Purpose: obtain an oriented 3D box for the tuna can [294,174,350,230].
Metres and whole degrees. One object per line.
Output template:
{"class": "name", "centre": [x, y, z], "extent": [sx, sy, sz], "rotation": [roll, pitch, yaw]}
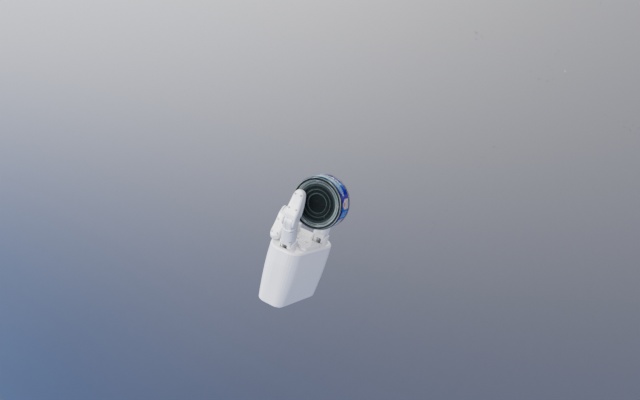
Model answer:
{"class": "tuna can", "centre": [0.000, 0.002, 0.743], "extent": [0.086, 0.086, 0.033], "rotation": [0, 9, 25]}
